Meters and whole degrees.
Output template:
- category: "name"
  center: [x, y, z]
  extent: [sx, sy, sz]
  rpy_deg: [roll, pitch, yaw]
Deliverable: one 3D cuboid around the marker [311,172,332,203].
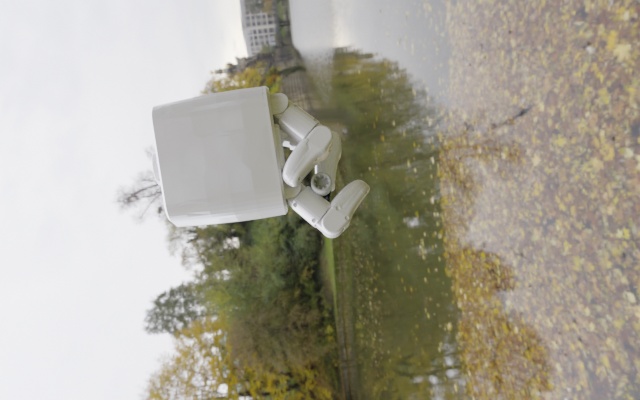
- category: "marker"
  center: [0.000, 0.002, 0.481]
  extent: [0.020, 0.020, 0.121]
  rpy_deg: [0, -18, -1]
